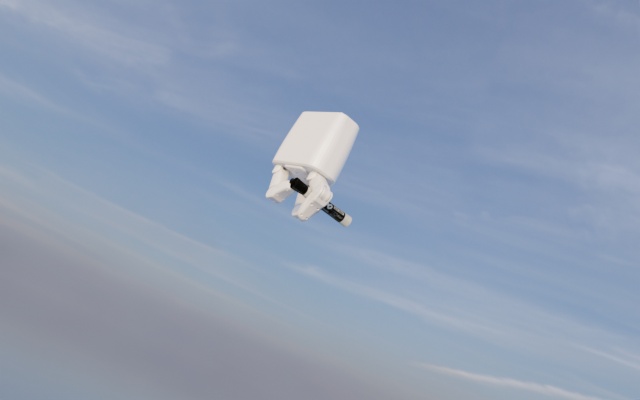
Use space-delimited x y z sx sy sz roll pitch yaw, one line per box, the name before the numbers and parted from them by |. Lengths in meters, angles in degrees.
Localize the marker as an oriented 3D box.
marker | 0.000 0.002 0.723 0.121 0.020 0.020 36 -19 -28
